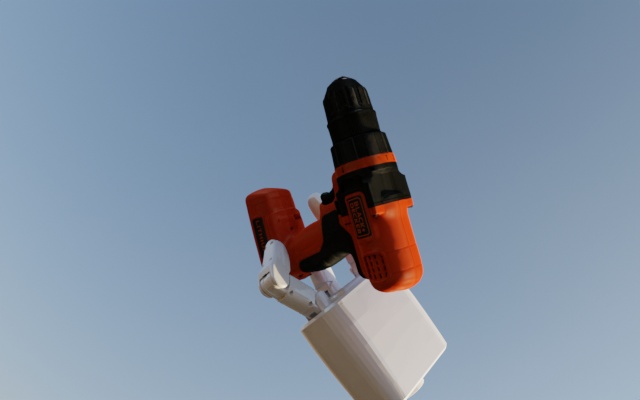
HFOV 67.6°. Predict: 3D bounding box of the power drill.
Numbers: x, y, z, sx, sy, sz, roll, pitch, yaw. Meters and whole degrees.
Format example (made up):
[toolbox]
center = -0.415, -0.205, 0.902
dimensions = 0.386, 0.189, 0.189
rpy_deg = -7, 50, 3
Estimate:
[power drill]
center = 0.000, 0.002, 0.450
dimensions = 0.057, 0.184, 0.188
rpy_deg = -10, -8, -38
